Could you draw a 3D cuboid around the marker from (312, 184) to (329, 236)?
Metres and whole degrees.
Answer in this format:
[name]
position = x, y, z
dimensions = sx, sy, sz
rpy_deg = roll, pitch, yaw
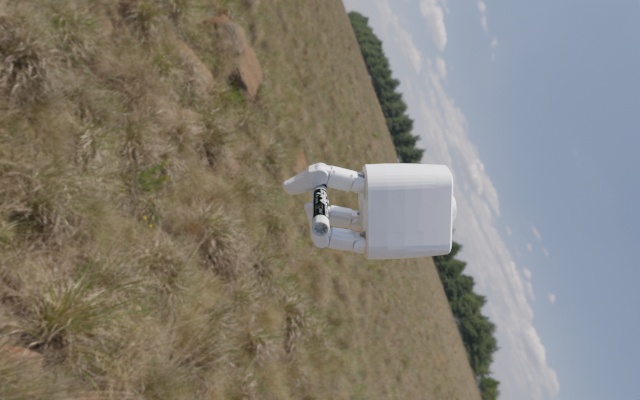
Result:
[marker]
position = 0.000, 0.002, 0.564
dimensions = 0.020, 0.020, 0.121
rpy_deg = 0, 29, 0
